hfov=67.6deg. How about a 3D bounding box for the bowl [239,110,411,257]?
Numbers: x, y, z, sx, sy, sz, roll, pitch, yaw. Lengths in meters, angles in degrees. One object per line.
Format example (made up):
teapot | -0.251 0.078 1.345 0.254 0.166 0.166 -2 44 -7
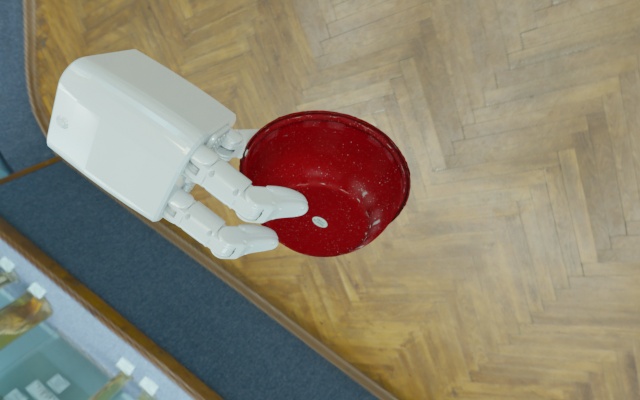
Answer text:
bowl | 0.001 0.002 0.431 0.162 0.162 0.055 0 43 9
